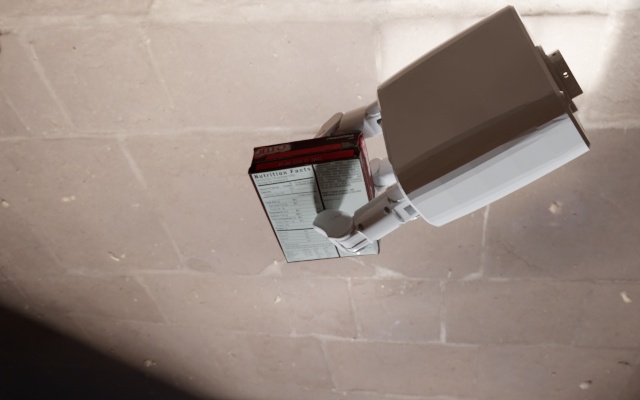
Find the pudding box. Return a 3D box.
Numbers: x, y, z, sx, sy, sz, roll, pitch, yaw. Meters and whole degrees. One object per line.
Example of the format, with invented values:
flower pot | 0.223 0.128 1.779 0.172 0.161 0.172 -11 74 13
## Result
pudding box | 0.000 0.001 0.400 0.090 0.114 0.039 -6 40 12
